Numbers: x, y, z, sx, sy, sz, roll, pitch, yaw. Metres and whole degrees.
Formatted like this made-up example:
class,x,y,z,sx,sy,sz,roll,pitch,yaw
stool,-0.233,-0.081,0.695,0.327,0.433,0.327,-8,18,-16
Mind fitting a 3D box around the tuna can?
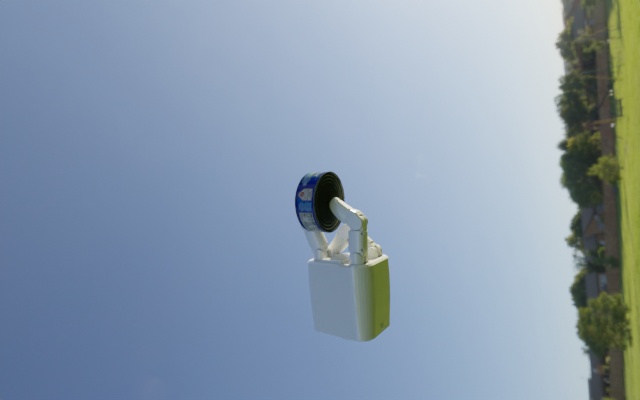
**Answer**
class,x,y,z,sx,sy,sz,roll,pitch,yaw
tuna can,0.000,0.002,0.674,0.034,0.086,0.086,1,0,31
